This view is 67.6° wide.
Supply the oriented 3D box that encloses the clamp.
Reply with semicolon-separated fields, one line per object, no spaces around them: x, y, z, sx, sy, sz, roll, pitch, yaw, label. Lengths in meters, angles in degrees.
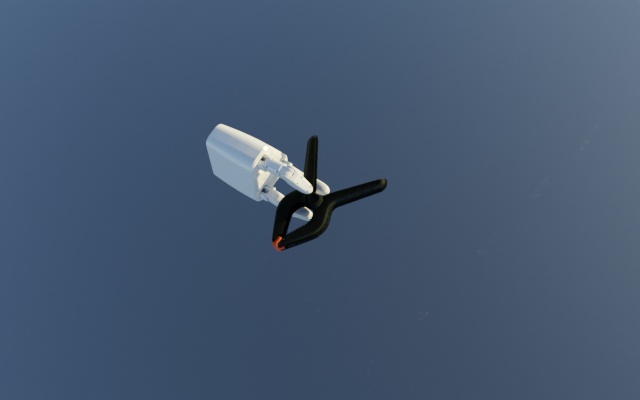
-0.001;0.003;0.798;0.164;0.210;0.036;27;-16;21;clamp
